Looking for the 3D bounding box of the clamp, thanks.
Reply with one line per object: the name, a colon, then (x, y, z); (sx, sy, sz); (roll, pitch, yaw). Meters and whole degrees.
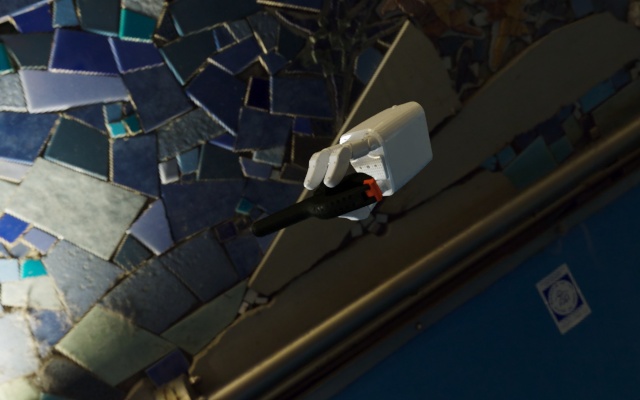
clamp: (0.001, 0.003, 0.676); (0.164, 0.036, 0.210); (-39, 18, -28)
